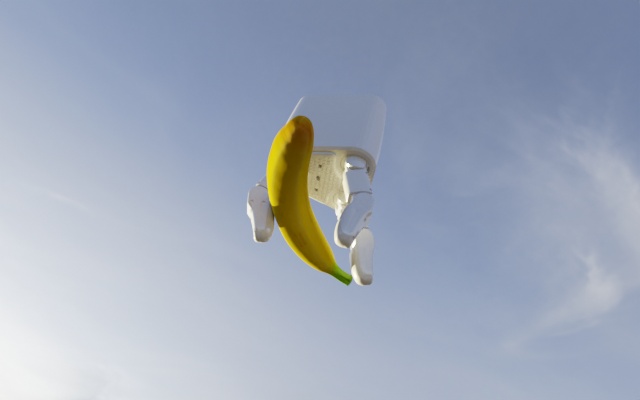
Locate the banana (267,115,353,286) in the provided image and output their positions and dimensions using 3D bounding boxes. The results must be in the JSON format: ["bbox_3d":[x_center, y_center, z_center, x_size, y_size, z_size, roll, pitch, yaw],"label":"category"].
[{"bbox_3d":[-0.016,0.003,0.444,0.069,0.198,0.037,5,45,24],"label":"banana"}]
